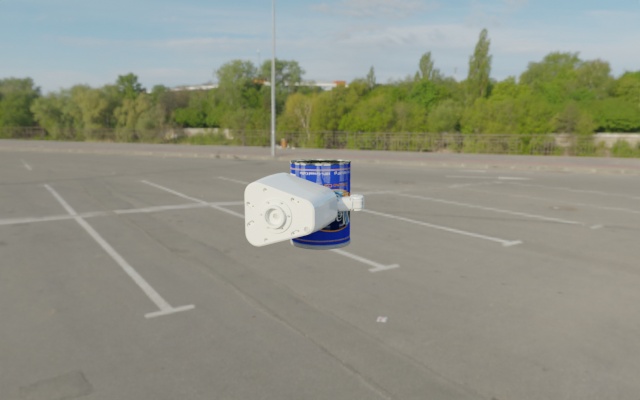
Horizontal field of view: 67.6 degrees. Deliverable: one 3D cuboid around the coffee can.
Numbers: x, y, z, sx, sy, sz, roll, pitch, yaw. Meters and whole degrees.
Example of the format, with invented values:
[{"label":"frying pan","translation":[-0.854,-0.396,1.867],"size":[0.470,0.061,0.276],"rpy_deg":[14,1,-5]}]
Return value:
[{"label":"coffee can","translation":[0.000,0.003,0.806],"size":[0.103,0.140,0.103],"rpy_deg":[0,9,0]}]
